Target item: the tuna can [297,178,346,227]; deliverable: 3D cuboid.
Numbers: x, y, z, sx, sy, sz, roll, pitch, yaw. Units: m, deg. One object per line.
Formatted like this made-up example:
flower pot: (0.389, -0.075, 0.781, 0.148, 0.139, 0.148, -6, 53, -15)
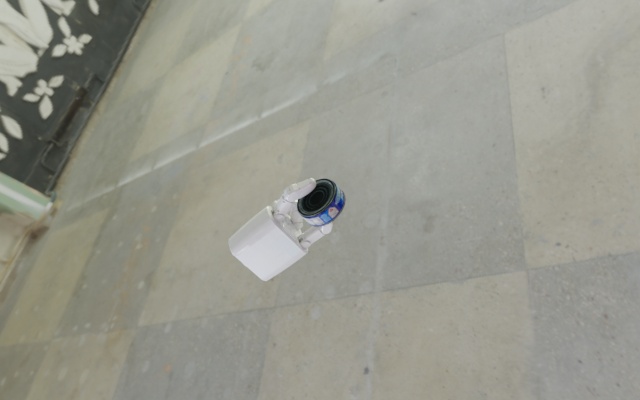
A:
tuna can: (0.000, 0.002, 0.857, 0.086, 0.086, 0.034, 0, -34, 40)
